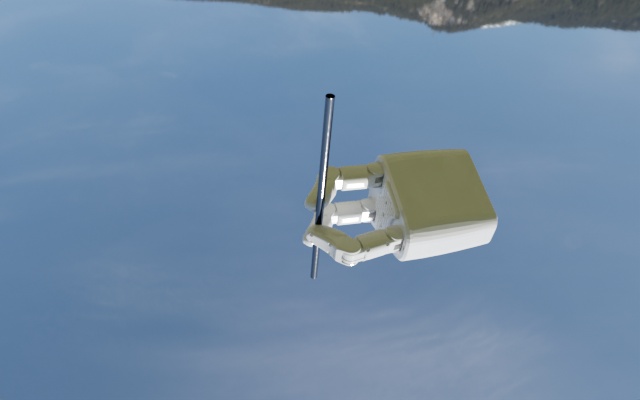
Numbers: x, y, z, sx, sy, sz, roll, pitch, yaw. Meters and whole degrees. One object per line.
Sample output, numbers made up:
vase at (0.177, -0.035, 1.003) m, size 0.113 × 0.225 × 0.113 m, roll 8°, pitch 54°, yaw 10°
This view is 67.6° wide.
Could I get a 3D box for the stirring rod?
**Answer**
stirring rod at (0.000, 0.002, 0.472) m, size 0.011 × 0.240 × 0.011 m, roll 3°, pitch 44°, yaw -3°
